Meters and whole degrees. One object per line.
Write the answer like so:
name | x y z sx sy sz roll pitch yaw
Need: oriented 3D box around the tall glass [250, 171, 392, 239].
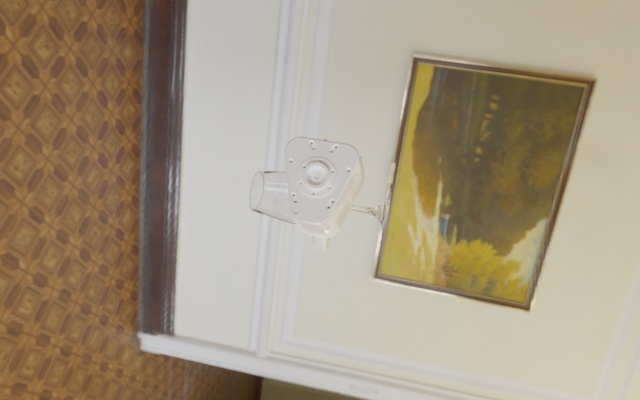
tall glass | 0.001 0.003 0.706 0.201 0.079 0.079 10 1 8
